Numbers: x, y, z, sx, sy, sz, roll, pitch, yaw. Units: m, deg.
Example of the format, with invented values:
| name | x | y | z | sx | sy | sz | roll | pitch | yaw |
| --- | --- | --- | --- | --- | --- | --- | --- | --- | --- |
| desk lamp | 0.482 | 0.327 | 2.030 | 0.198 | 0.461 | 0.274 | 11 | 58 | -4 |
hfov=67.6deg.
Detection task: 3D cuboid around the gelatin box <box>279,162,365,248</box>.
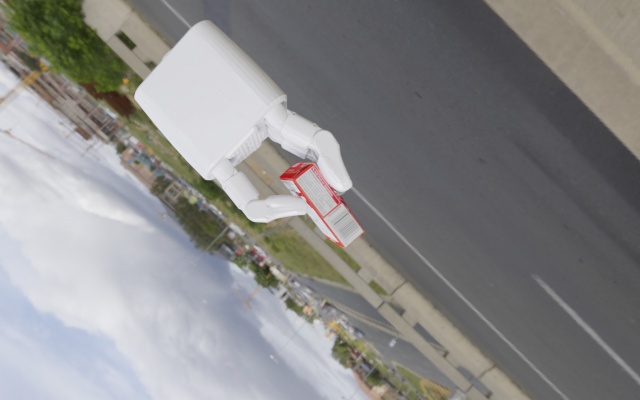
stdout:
| name | x | y | z | sx | sy | sz | roll | pitch | yaw |
| --- | --- | --- | --- | --- | --- | --- | --- | --- | --- |
| gelatin box | 0.000 | 0.002 | 0.490 | 0.030 | 0.089 | 0.073 | -39 | 12 | -8 |
